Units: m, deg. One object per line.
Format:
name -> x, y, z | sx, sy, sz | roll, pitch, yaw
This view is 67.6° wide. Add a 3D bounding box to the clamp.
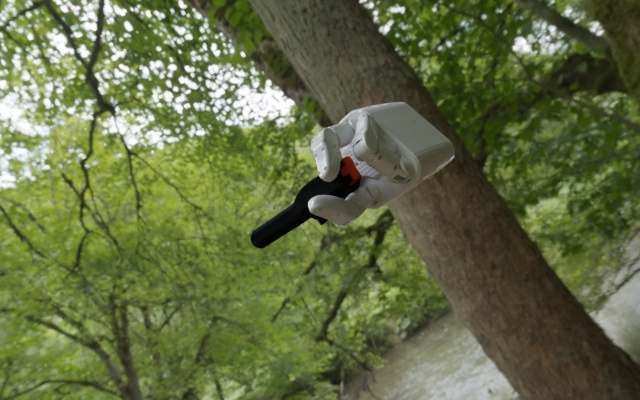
clamp -> 0.000, 0.001, 0.574 | 0.120, 0.039, 0.171 | -24, -10, -48
